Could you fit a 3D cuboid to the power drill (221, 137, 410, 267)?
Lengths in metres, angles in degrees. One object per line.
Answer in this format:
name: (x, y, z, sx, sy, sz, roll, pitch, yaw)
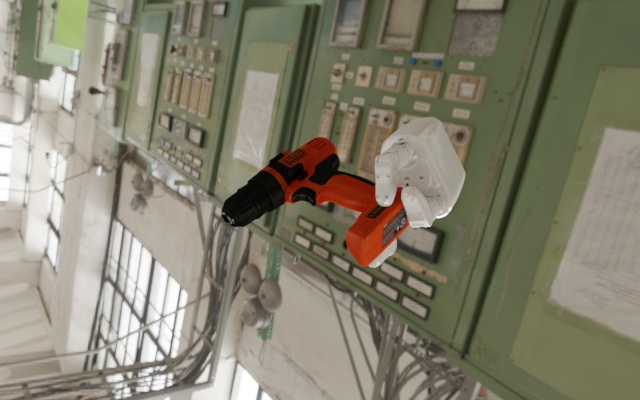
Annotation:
power drill: (0.001, 0.002, 0.572, 0.187, 0.057, 0.184, 30, 53, 31)
